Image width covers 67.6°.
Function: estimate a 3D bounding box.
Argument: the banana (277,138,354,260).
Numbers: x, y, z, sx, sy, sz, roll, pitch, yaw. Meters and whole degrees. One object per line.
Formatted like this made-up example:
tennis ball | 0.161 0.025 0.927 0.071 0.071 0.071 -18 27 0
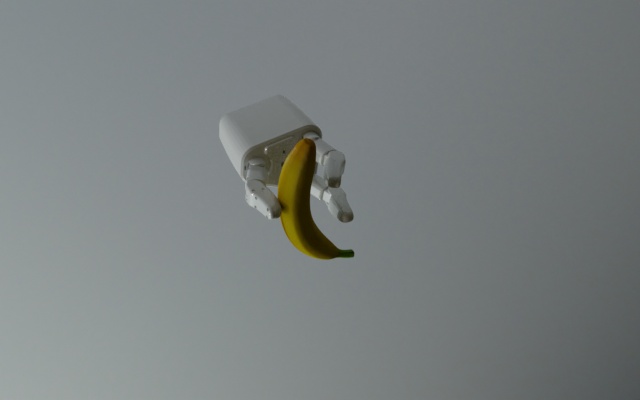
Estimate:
banana | -0.016 0.013 0.560 0.069 0.198 0.037 -27 44 -6
